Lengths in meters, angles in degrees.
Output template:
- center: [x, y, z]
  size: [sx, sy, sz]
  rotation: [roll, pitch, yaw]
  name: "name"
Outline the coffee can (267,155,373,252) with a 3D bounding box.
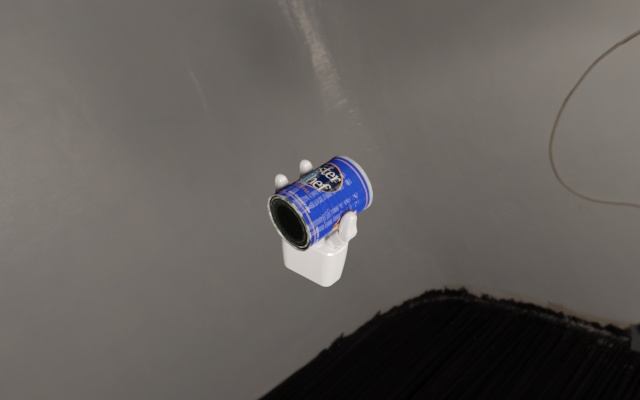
- center: [0.000, 0.002, 0.773]
  size: [0.140, 0.103, 0.103]
  rotation: [-33, 18, -30]
  name: "coffee can"
